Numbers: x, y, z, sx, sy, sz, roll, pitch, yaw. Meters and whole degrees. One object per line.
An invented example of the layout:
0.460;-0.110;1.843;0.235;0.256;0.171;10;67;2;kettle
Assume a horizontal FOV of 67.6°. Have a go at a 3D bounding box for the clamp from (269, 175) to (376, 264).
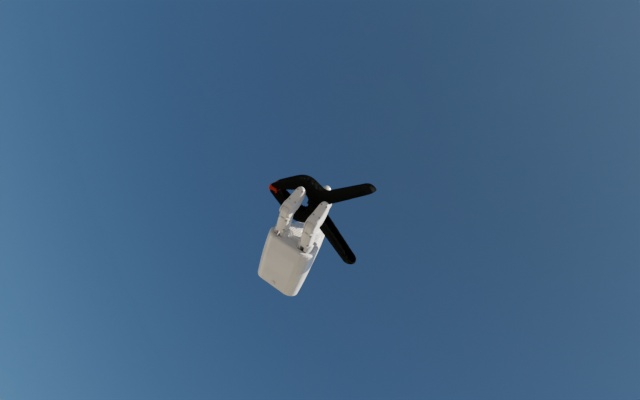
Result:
0.000;0.003;0.874;0.210;0.165;0.036;32;32;18;clamp
